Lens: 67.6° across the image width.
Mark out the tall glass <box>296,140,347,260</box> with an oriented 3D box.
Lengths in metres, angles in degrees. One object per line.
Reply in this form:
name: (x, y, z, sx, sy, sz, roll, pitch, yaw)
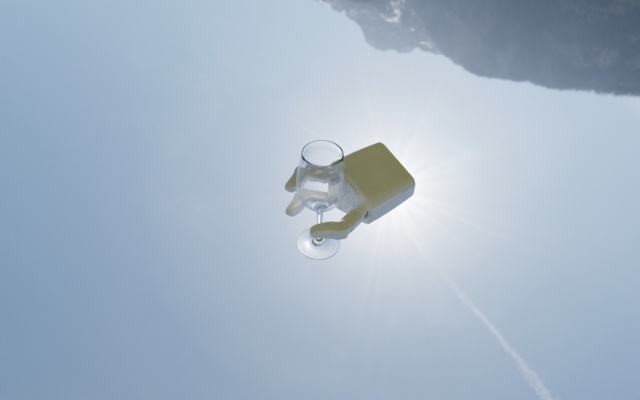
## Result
tall glass: (0.000, 0.003, 0.756, 0.079, 0.201, 0.079, 1, 45, -1)
